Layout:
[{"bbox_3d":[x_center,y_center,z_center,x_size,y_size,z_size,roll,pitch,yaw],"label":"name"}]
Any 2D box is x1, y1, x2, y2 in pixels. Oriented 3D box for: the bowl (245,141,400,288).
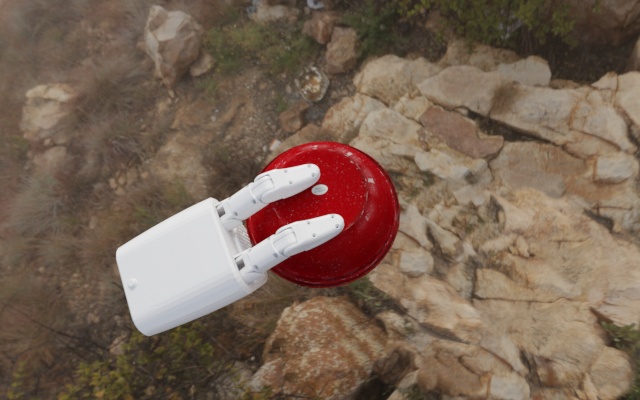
[{"bbox_3d":[0.001,0.001,0.473,0.162,0.162,0.055,0,-21,3],"label":"bowl"}]
